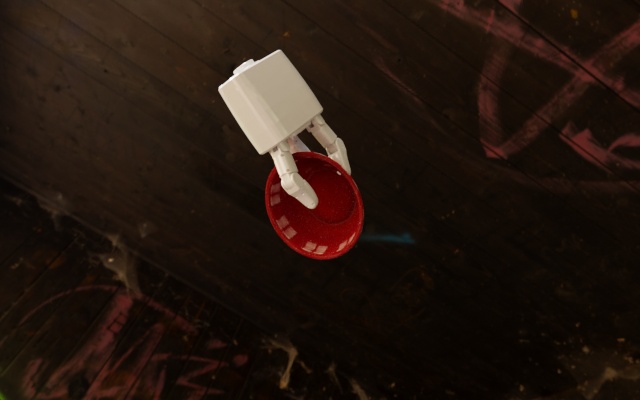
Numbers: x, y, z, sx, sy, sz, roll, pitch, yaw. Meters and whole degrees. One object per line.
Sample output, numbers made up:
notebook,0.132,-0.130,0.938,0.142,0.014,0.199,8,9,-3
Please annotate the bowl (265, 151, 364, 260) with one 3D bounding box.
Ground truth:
bowl,0.001,0.003,0.699,0.162,0.162,0.055,0,17,31
